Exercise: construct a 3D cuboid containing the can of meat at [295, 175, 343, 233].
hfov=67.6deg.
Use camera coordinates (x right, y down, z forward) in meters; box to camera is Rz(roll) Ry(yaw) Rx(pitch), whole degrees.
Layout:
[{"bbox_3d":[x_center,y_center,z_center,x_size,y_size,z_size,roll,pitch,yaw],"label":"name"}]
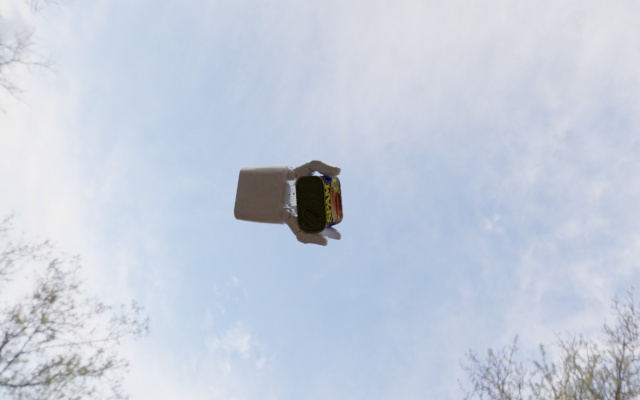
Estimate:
[{"bbox_3d":[0.000,0.003,0.873,0.057,0.102,0.084,-2,5,26],"label":"can of meat"}]
